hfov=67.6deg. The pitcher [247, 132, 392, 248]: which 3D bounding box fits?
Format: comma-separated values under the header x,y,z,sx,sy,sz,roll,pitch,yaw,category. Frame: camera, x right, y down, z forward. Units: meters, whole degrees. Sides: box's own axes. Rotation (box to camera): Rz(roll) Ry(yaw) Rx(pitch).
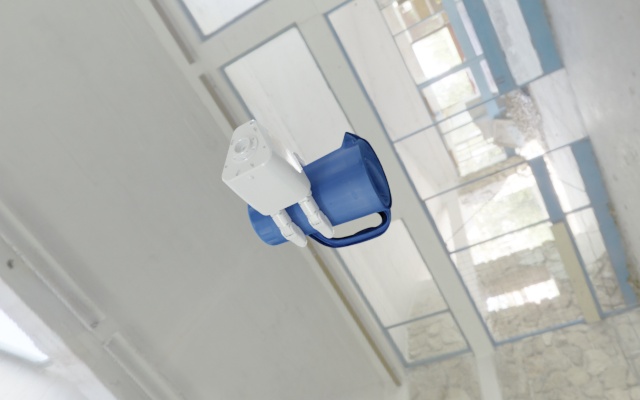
x,y,z,sx,sy,sz,roll,pitch,yaw,category
0.000,0.003,0.850,0.243,0.149,0.145,-23,-36,20,pitcher
